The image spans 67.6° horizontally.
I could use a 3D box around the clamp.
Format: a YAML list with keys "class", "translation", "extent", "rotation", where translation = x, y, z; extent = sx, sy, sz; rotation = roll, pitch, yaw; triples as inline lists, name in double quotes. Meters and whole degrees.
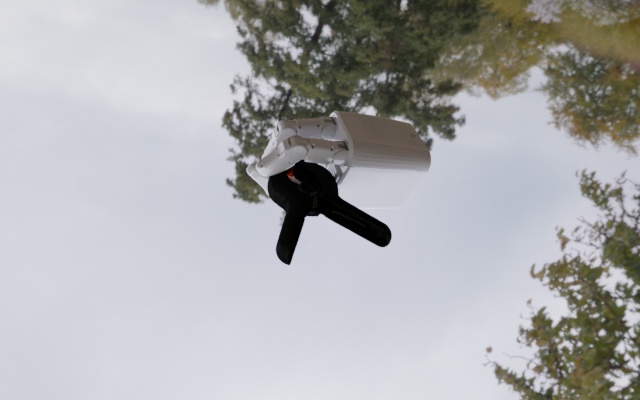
- class: "clamp"
  translation: [0.000, 0.002, 0.516]
  extent: [0.120, 0.039, 0.171]
  rotation: [3, 39, -19]
